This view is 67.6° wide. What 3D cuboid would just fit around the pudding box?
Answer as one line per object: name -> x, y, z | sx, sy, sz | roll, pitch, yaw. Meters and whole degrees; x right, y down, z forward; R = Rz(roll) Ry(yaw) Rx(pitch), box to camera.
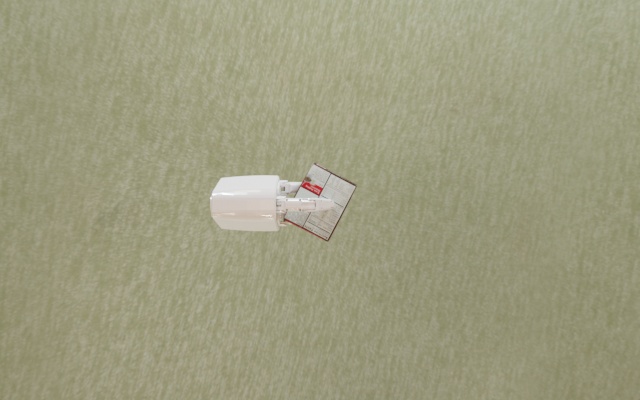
pudding box -> 0.000, 0.003, 0.830 | 0.090, 0.113, 0.039 | 28, 2, 0
